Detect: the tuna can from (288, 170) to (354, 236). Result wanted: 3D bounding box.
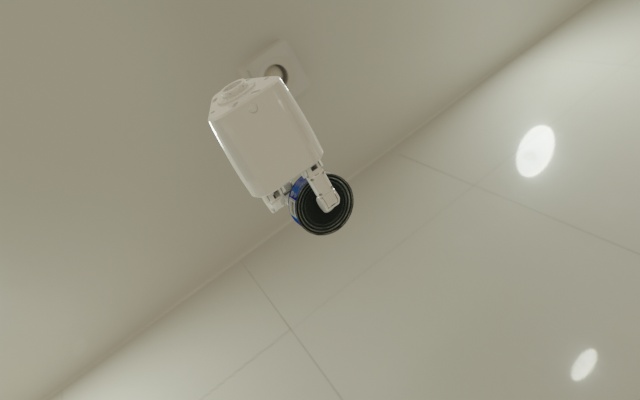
[{"bbox_3d":[0.000,0.002,0.651,0.086,0.086,0.033,0,15,-25],"label":"tuna can"}]
